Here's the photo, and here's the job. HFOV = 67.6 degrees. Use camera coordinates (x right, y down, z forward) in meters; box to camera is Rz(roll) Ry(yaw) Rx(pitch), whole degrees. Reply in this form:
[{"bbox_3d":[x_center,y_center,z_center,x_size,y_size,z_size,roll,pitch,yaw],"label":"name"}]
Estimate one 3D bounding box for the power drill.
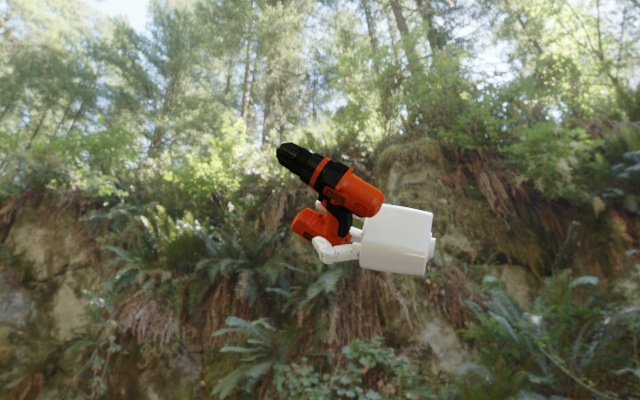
[{"bbox_3d":[0.000,0.003,0.784,0.184,0.057,0.188,32,-32,10],"label":"power drill"}]
